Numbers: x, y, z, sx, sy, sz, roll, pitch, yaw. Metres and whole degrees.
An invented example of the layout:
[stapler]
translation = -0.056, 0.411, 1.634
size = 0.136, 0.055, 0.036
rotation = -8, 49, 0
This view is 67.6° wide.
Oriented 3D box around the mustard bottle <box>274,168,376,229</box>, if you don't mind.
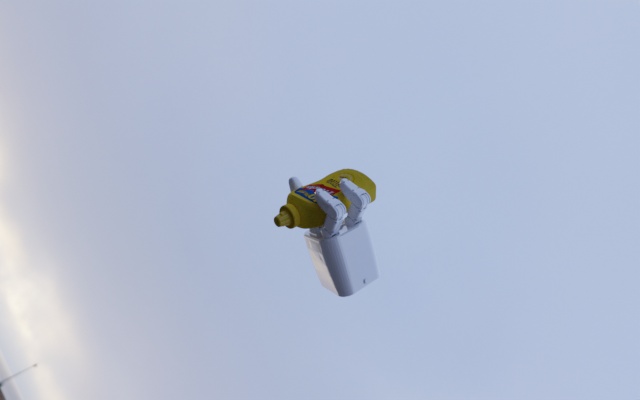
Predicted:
[mustard bottle]
translation = 0.000, 0.002, 0.816
size = 0.191, 0.058, 0.096
rotation = -25, 38, -36
